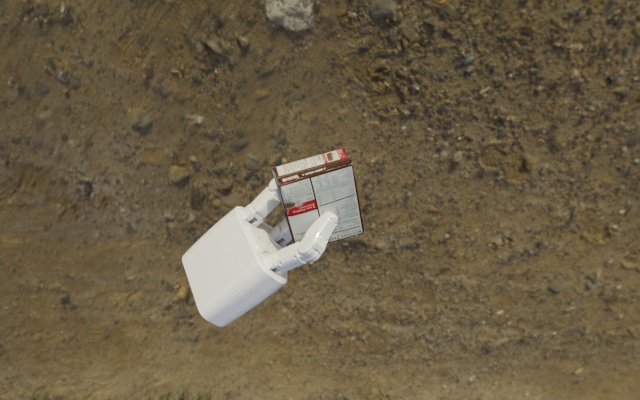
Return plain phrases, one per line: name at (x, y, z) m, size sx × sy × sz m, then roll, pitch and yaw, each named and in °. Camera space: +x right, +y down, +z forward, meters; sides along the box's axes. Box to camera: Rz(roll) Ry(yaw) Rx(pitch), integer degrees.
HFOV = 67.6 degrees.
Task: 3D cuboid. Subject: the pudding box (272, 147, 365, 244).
pudding box at (0.000, 0.002, 0.567) m, size 0.090 × 0.114 × 0.039 m, roll -17°, pitch 41°, yaw -5°
